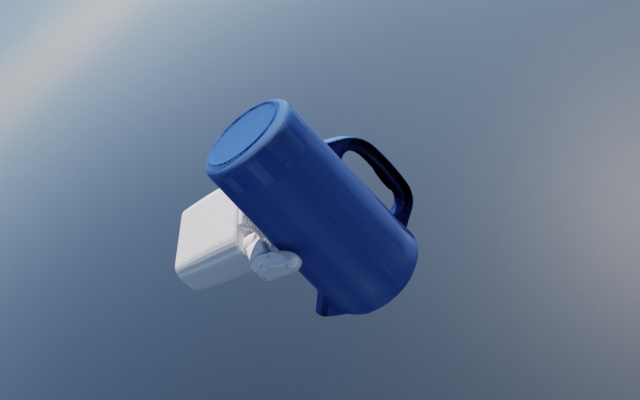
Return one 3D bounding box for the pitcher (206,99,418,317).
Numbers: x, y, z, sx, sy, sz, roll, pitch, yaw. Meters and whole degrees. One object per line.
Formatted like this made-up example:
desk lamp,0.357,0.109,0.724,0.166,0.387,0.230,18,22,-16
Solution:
pitcher,0.000,0.002,0.530,0.145,0.149,0.243,-26,-56,26
